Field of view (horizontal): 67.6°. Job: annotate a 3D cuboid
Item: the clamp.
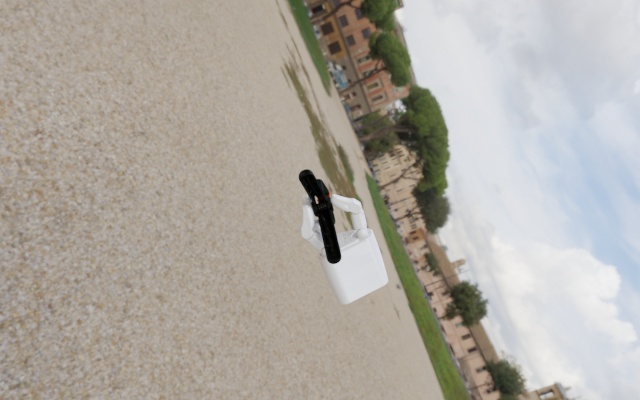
[{"bbox_3d":[0.001,0.003,0.864,0.036,0.164,0.210,-17,17,5],"label":"clamp"}]
